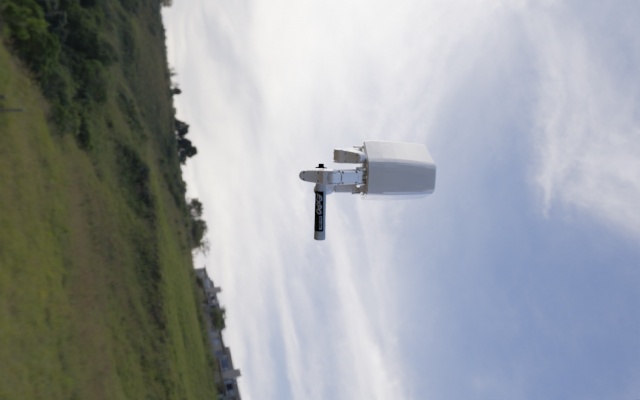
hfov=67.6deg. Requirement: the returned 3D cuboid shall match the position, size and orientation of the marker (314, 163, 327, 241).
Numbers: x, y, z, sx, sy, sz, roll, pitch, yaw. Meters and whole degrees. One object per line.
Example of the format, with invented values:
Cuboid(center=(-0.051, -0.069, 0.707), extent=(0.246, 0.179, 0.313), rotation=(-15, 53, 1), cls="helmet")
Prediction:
Cuboid(center=(0.000, 0.002, 0.745), extent=(0.020, 0.121, 0.020), rotation=(1, 12, 0), cls="marker")
